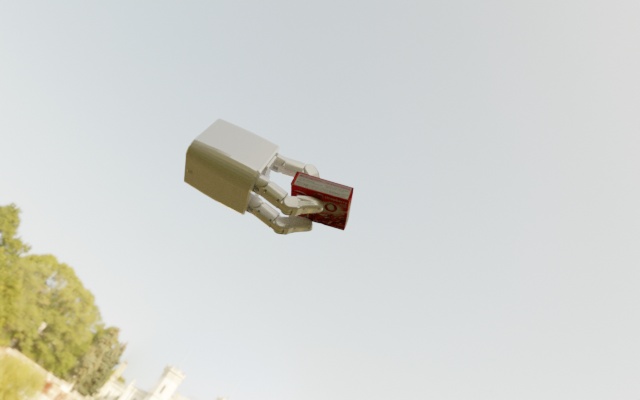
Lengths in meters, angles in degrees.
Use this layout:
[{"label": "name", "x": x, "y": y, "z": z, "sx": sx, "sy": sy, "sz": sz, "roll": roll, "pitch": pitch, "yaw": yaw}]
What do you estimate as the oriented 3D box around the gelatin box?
[{"label": "gelatin box", "x": 0.001, "y": 0.002, "z": 0.702, "sx": 0.089, "sy": 0.030, "sz": 0.073, "roll": 16, "pitch": -39, "yaw": 8}]
